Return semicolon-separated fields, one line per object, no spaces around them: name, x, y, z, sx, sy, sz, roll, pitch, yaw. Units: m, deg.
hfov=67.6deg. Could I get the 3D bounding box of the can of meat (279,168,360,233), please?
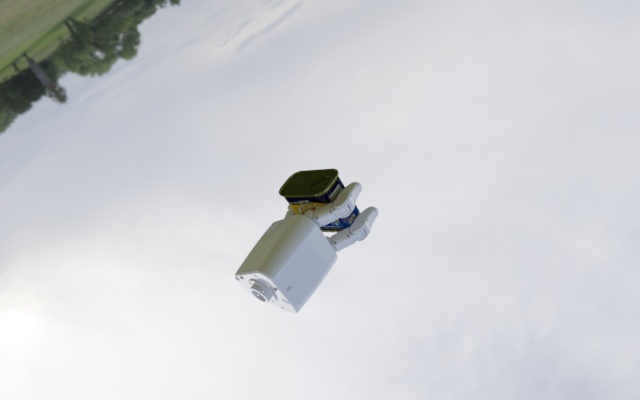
can of meat;0.000;0.003;0.727;0.102;0.084;0.057;-1;43;43
